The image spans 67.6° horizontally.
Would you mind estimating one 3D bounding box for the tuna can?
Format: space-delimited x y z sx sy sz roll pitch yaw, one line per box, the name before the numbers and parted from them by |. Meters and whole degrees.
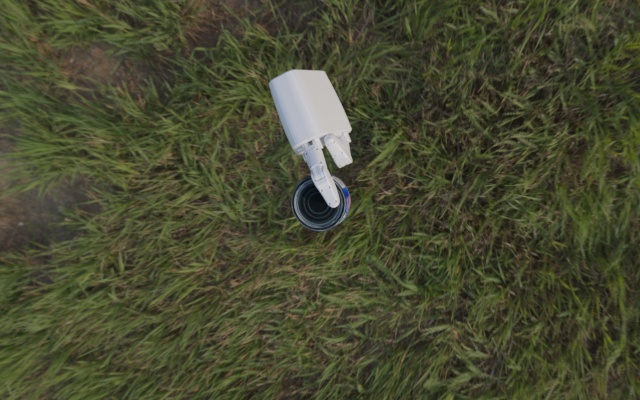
tuna can | 0.000 0.002 0.715 0.086 0.086 0.033 0 7 13
